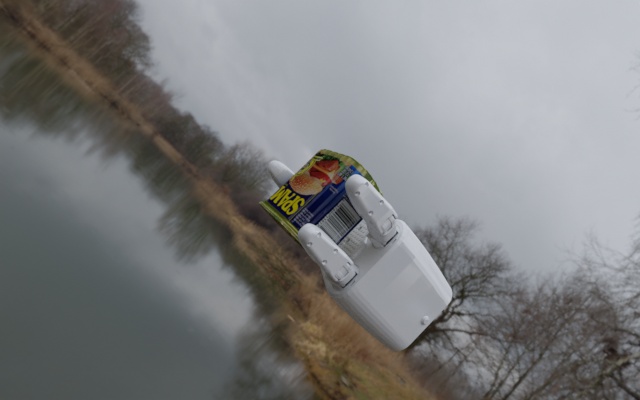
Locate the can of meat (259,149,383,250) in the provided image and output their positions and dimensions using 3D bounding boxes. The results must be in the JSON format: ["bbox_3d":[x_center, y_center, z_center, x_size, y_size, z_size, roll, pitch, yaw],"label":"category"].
[{"bbox_3d":[0.000,0.001,0.443,0.057,0.084,0.102,49,-7,-24],"label":"can of meat"}]
